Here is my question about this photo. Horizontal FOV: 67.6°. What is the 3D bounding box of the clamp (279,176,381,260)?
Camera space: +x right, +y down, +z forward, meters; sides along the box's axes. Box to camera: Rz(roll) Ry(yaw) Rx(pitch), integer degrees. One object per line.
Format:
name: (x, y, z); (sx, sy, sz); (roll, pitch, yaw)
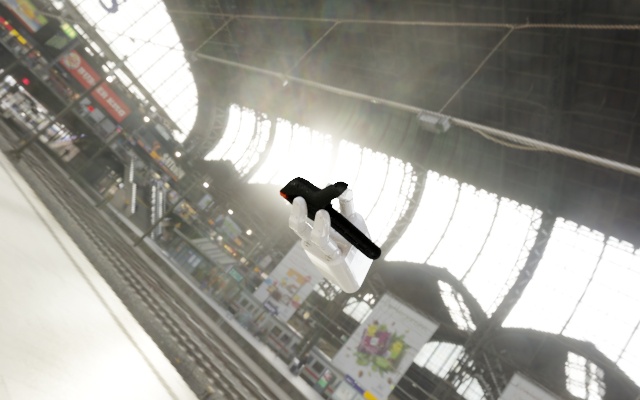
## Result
clamp: (0.000, 0.002, 0.772); (0.210, 0.165, 0.036); (29, 64, 40)
